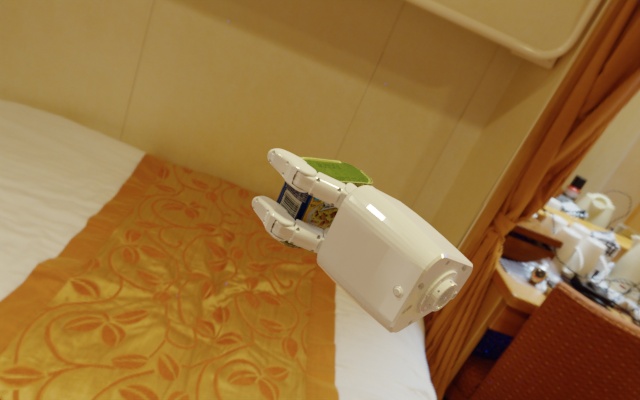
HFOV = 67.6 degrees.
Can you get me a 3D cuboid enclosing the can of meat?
[{"bbox_3d":[0.000,0.001,0.530,0.102,0.084,0.057,1,33,-43],"label":"can of meat"}]
